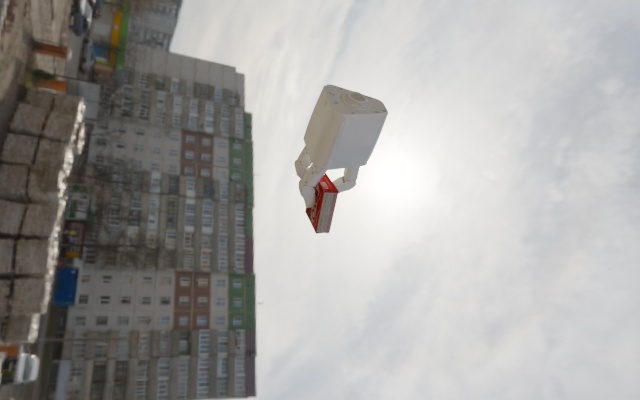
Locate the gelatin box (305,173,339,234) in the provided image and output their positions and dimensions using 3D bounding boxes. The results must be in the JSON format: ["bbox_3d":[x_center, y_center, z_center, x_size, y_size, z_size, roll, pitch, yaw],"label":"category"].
[{"bbox_3d":[0.001,0.003,0.854,0.030,0.089,0.073,0,30,-19],"label":"gelatin box"}]
